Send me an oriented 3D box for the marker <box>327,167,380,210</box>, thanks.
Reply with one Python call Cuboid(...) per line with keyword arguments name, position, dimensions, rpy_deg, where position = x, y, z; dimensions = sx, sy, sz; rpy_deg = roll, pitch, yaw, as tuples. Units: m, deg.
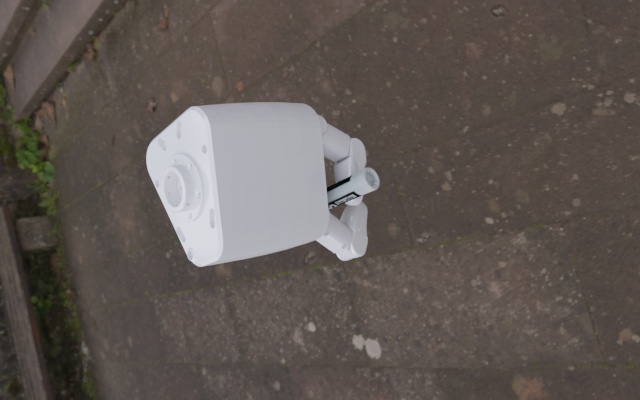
Cuboid(name="marker", position=(0.000, 0.001, 0.414), dimensions=(0.020, 0.020, 0.121), rpy_deg=(0, -18, -45))
